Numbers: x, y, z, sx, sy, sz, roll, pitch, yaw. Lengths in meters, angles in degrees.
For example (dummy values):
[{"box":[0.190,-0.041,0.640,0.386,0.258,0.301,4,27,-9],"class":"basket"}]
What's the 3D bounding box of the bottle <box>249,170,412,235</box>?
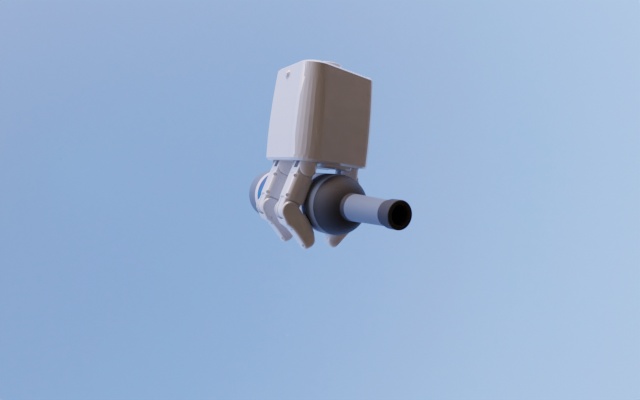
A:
[{"box":[0.000,0.002,0.547,0.069,0.069,0.295,0,4,-29],"class":"bottle"}]
